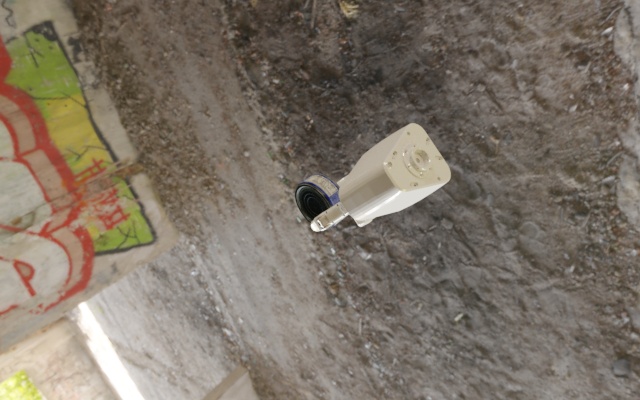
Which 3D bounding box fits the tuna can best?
[{"bbox_3d":[0.000,0.003,0.744,0.033,0.086,0.086,-36,22,-33],"label":"tuna can"}]
